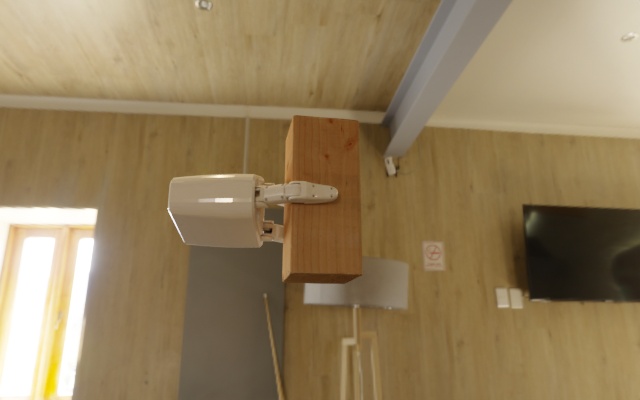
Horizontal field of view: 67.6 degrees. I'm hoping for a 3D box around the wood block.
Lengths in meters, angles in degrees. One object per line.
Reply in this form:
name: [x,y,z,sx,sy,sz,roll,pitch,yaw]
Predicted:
wood block: [0.000,0.002,0.636,0.090,0.206,0.091,3,-17,-11]
